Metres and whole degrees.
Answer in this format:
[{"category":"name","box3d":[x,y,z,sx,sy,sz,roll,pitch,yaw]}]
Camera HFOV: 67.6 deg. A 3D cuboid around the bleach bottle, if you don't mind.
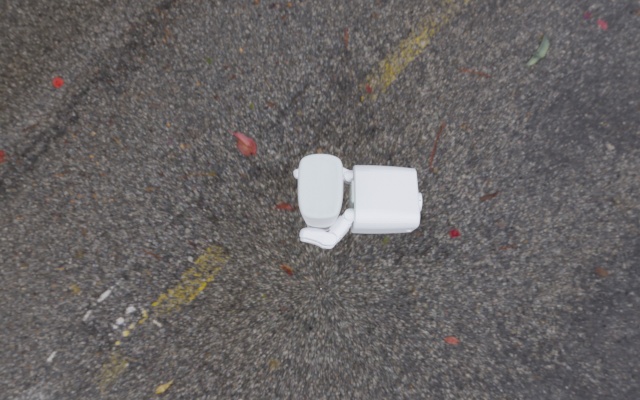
[{"category":"bleach bottle","box3d":[0.000,0.003,0.821,0.068,0.102,0.251,1,-10,0]}]
